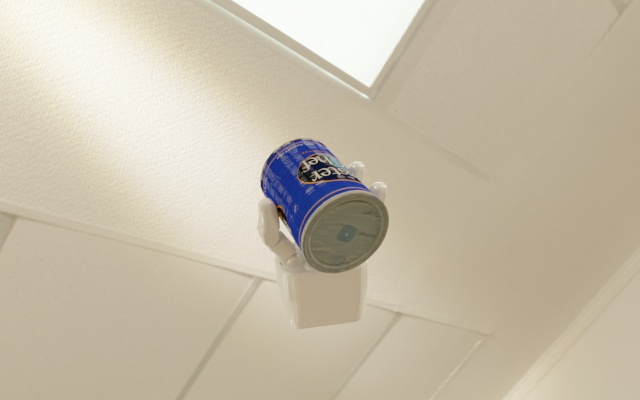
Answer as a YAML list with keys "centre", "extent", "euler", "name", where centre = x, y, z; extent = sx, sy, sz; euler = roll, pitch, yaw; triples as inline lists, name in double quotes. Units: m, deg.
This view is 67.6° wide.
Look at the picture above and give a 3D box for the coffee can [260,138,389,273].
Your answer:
- centre: [0.000, 0.002, 0.557]
  extent: [0.103, 0.103, 0.140]
  euler: [0, 30, -28]
  name: "coffee can"
